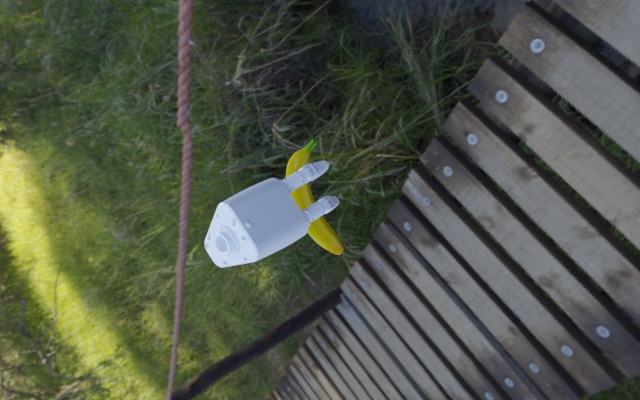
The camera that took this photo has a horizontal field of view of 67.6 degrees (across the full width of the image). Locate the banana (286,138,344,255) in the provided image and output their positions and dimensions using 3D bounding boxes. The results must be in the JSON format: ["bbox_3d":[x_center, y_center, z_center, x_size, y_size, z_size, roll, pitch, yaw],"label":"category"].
[{"bbox_3d":[-0.016,0.002,0.793,0.069,0.198,0.037,-8,13,32],"label":"banana"}]
